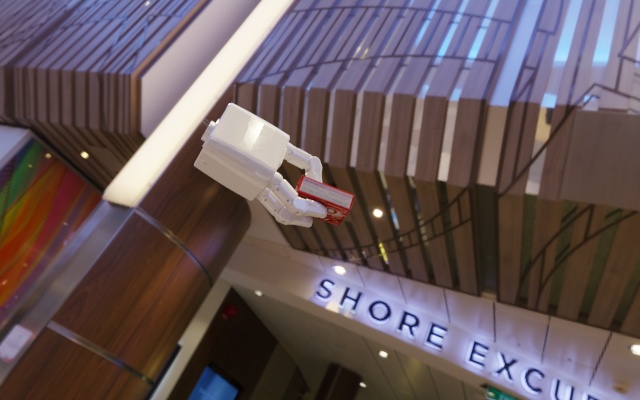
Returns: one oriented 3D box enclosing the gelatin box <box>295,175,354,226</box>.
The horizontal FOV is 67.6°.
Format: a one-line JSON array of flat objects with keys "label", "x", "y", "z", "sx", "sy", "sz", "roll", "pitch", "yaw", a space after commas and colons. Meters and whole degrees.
[{"label": "gelatin box", "x": 0.001, "y": 0.002, "z": 0.749, "sx": 0.089, "sy": 0.030, "sz": 0.073, "roll": 20, "pitch": -26, "yaw": -5}]
